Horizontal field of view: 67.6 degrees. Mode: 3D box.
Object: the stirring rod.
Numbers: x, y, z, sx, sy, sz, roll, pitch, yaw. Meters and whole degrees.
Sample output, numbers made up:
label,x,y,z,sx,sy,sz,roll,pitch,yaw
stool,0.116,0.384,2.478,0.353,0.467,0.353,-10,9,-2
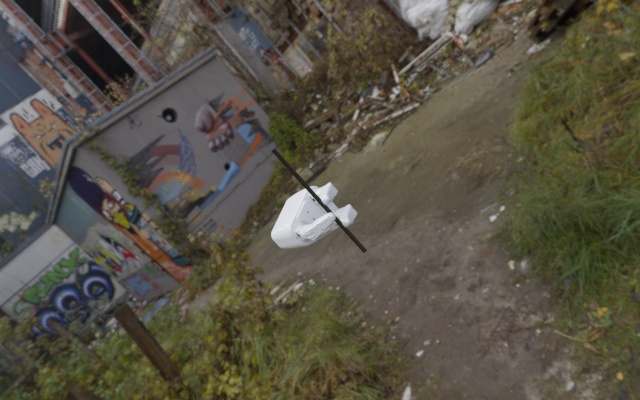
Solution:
label,x,y,z,sx,sy,sz,roll,pitch,yaw
stirring rod,0.000,0.003,0.820,0.011,0.239,0.011,-40,12,10
